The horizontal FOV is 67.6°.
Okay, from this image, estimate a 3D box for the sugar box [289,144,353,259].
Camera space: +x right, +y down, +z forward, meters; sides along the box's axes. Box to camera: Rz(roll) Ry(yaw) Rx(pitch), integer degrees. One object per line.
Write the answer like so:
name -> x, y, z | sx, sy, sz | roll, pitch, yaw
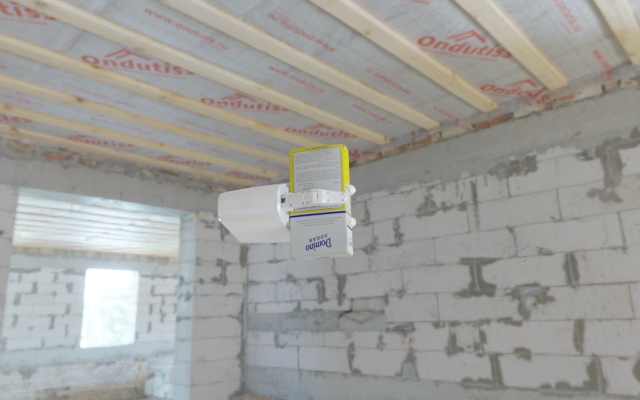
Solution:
sugar box -> 0.000, 0.003, 0.755 | 0.093, 0.176, 0.048 | -5, -14, 14
